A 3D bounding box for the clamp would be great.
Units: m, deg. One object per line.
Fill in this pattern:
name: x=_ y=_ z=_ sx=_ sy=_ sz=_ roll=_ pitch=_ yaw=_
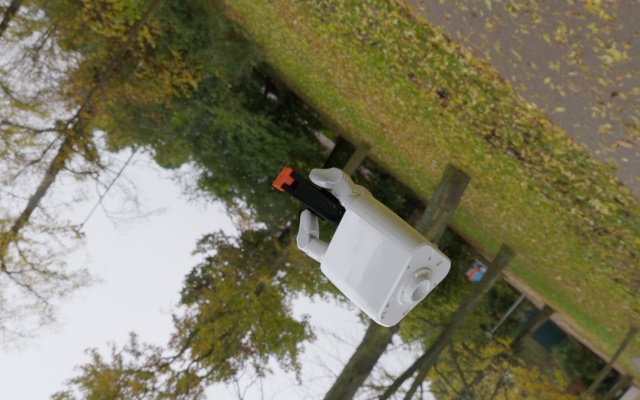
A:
clamp: x=-0.001 y=0.003 z=0.646 sx=0.164 sy=0.036 sz=0.210 roll=36 pitch=2 yaw=43
